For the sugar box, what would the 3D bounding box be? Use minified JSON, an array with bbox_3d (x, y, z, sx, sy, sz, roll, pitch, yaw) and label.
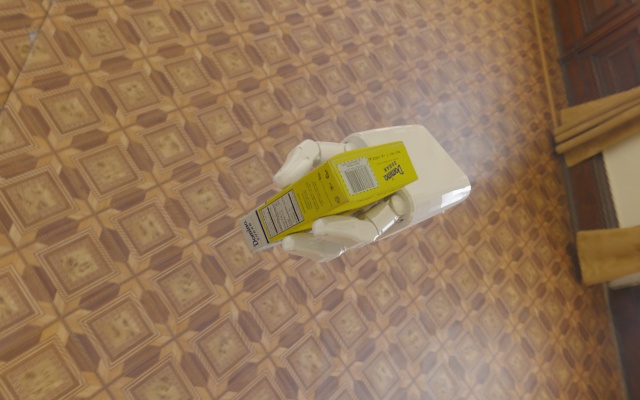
[{"bbox_3d":[0.000,0.002,0.469,0.093,0.048,0.176,-16,-11,-38],"label":"sugar box"}]
